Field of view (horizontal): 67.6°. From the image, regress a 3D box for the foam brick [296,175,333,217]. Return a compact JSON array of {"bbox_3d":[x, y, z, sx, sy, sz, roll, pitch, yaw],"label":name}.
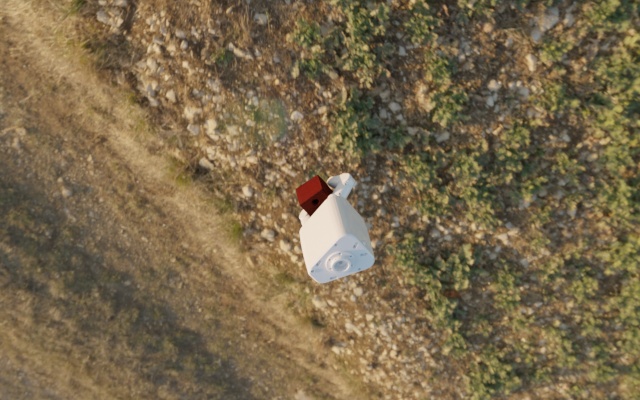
[{"bbox_3d":[0.000,0.003,0.875,0.053,0.078,0.051,-34,33,13],"label":"foam brick"}]
